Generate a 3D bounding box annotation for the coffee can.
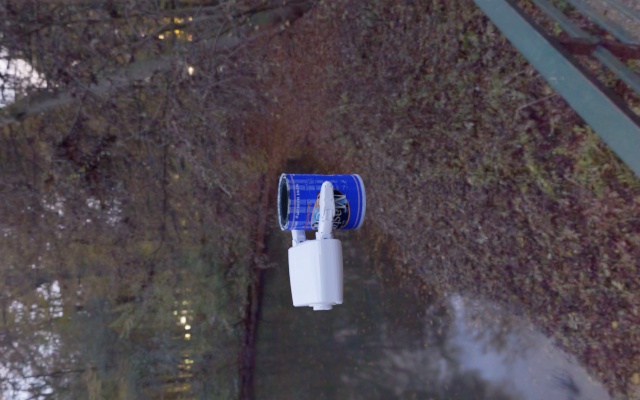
[{"bbox_3d":[0.000,0.003,0.869,0.140,0.103,0.103,0,0,-15],"label":"coffee can"}]
